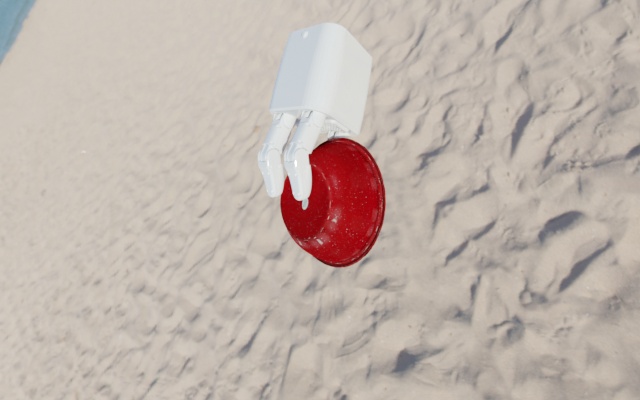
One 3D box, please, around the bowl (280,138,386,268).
[{"bbox_3d":[0.000,0.003,0.576,0.055,0.162,0.162,1,-1,-42],"label":"bowl"}]
